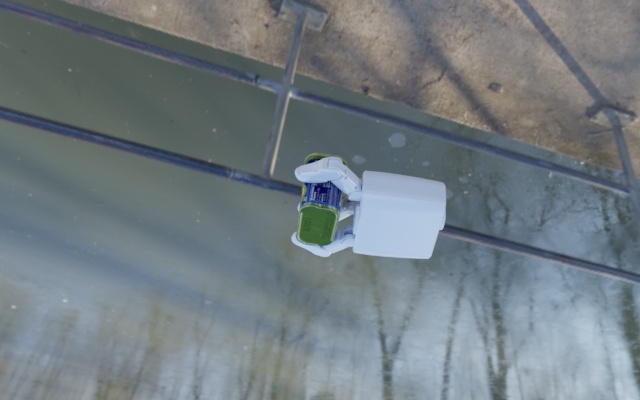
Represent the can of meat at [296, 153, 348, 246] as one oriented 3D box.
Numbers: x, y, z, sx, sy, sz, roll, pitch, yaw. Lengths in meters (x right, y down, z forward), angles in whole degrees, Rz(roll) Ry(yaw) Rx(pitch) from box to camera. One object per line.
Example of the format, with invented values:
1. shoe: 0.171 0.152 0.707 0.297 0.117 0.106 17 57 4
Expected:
1. can of meat: 0.000 0.002 0.638 0.057 0.084 0.102 8 -35 -1
